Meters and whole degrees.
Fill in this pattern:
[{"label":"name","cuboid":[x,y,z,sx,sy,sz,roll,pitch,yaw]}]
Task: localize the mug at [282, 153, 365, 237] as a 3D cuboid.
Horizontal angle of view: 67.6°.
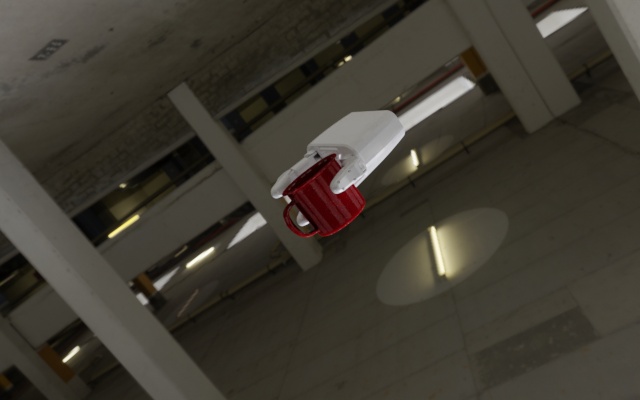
[{"label":"mug","cuboid":[-0.001,0.003,0.654,0.117,0.081,0.093,-44,13,-27]}]
